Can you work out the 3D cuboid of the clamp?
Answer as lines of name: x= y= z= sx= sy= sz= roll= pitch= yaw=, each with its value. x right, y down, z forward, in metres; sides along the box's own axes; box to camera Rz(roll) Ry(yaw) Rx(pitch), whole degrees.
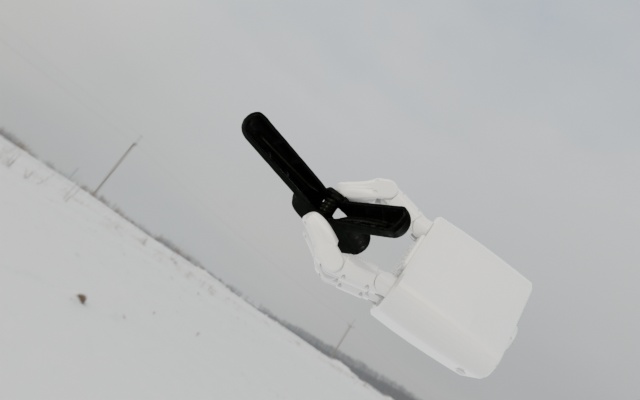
clamp: x=0.001 y=0.001 z=0.466 sx=0.164 sy=0.036 sz=0.210 roll=38 pitch=-14 yaw=10
